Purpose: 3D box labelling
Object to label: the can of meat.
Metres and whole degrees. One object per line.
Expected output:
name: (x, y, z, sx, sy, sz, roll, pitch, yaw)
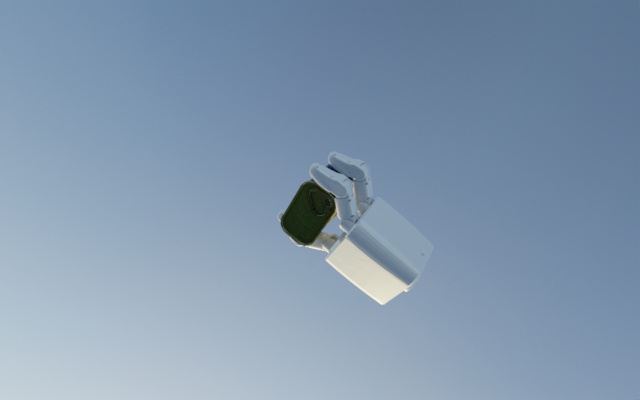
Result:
can of meat: (0.000, 0.002, 0.676, 0.057, 0.102, 0.084, 38, 37, 6)
